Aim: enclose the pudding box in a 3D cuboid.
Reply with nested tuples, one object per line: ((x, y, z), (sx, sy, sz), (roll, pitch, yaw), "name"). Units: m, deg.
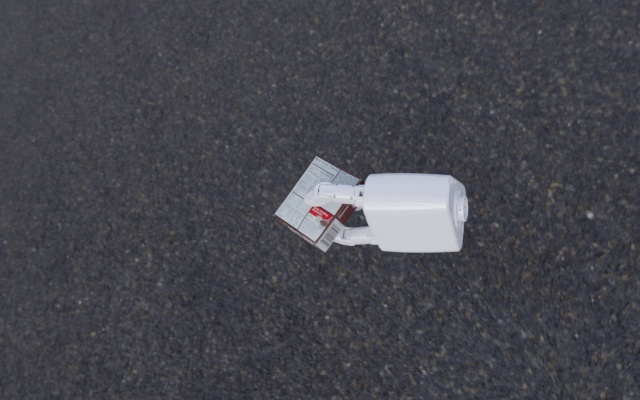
((0.000, 0.002, 0.679), (0.090, 0.113, 0.039), (32, -8, 34), "pudding box")
